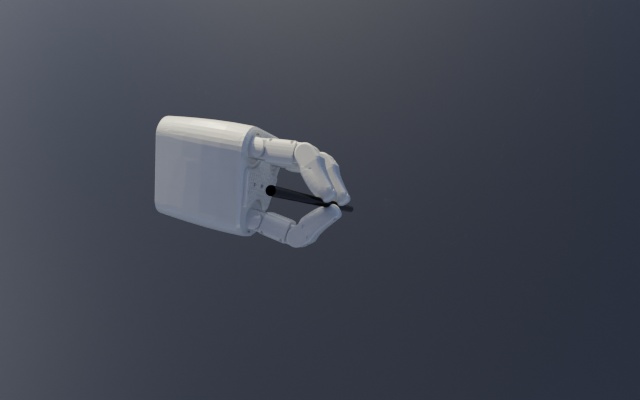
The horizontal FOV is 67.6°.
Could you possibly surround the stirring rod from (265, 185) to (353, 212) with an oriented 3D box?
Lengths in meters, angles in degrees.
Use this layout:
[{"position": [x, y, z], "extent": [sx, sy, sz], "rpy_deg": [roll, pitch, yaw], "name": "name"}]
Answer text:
[{"position": [0.000, 0.002, 0.447], "extent": [0.011, 0.011, 0.239], "rpy_deg": [0, -4, 17], "name": "stirring rod"}]
